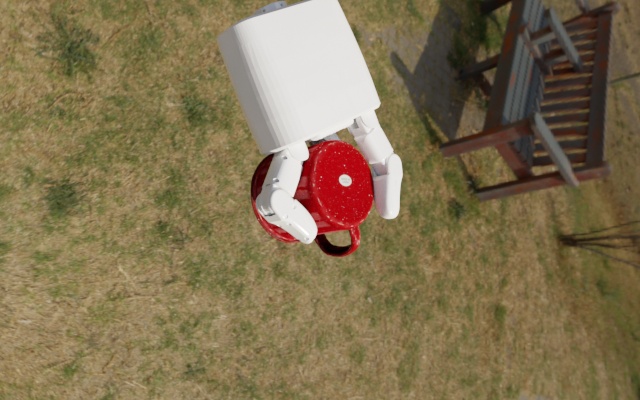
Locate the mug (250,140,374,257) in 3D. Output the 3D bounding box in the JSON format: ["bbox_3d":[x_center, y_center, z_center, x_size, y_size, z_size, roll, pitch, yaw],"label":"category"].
[{"bbox_3d":[0.001,0.003,0.450,0.081,0.117,0.093,-12,16,47],"label":"mug"}]
